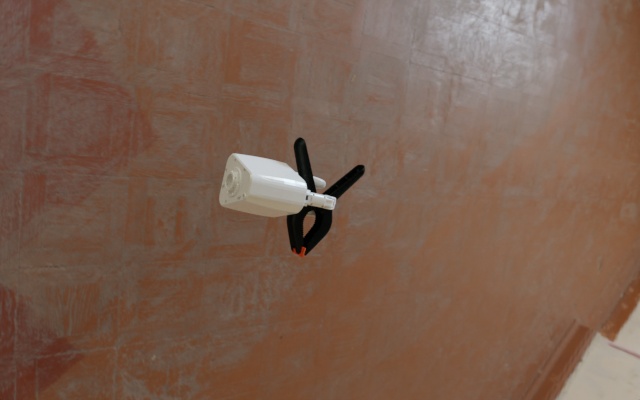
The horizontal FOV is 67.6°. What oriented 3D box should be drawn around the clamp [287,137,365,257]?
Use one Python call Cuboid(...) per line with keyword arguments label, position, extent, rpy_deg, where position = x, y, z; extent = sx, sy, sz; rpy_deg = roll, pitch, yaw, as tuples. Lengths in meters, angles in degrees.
Cuboid(label="clamp", position=(0.000, 0.004, 0.887), extent=(0.164, 0.210, 0.036), rpy_deg=(11, 4, -35))
